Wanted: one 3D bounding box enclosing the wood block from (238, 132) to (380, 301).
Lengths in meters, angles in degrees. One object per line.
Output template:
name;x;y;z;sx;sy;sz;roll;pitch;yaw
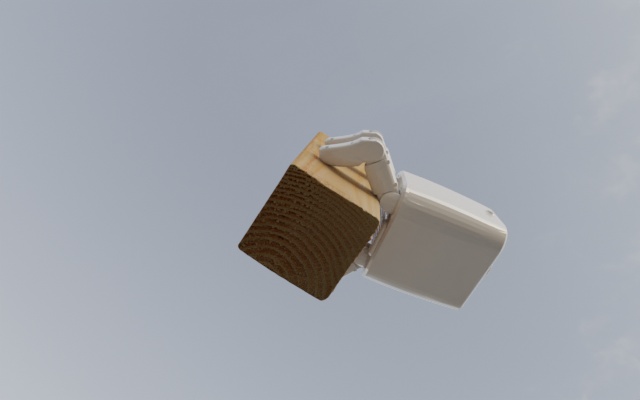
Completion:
wood block;0.000;0.002;0.489;0.090;0.091;0.206;33;16;-3
